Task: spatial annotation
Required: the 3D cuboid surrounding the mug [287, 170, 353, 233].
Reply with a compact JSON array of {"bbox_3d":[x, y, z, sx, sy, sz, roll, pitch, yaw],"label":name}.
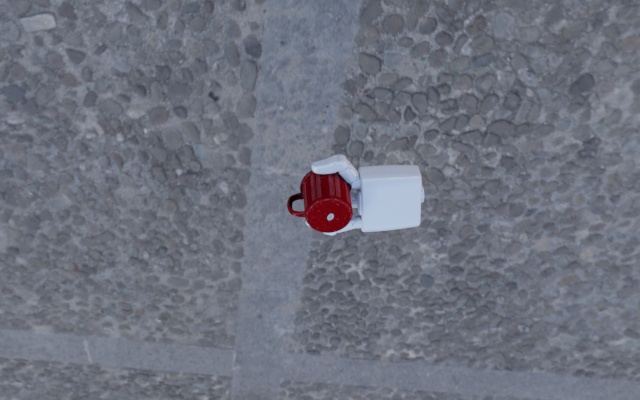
[{"bbox_3d":[-0.001,0.003,0.827,0.117,0.093,0.081,-6,40,1],"label":"mug"}]
